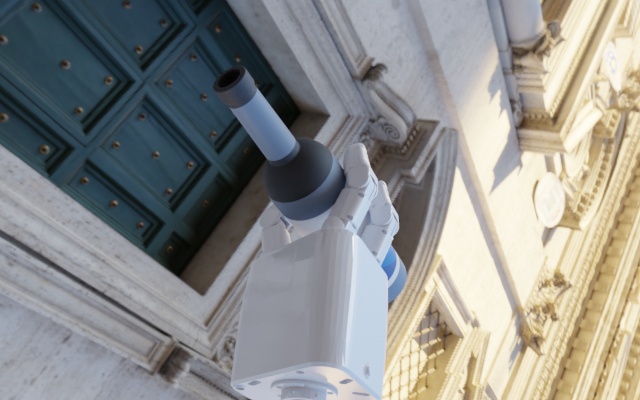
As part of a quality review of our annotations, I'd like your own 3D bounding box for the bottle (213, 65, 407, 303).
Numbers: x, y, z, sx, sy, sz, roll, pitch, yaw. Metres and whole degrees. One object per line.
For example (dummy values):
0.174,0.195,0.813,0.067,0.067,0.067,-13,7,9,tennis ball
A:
0.000,0.002,0.434,0.069,0.069,0.296,0,-36,33,bottle
